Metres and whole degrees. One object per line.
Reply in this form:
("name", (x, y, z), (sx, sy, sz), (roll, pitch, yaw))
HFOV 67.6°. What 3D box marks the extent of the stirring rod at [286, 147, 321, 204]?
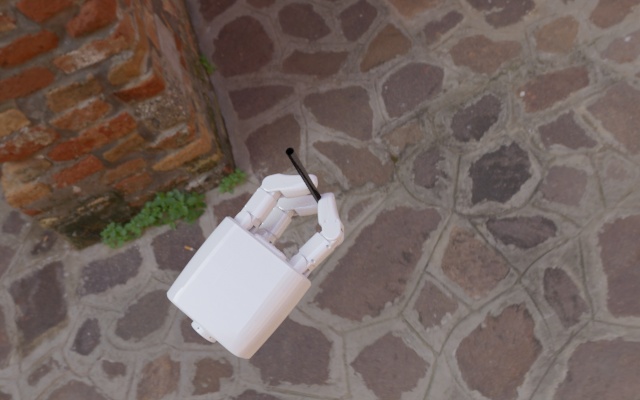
("stirring rod", (0.000, 0.002, 0.546), (0.011, 0.011, 0.240), (0, -23, 15))
